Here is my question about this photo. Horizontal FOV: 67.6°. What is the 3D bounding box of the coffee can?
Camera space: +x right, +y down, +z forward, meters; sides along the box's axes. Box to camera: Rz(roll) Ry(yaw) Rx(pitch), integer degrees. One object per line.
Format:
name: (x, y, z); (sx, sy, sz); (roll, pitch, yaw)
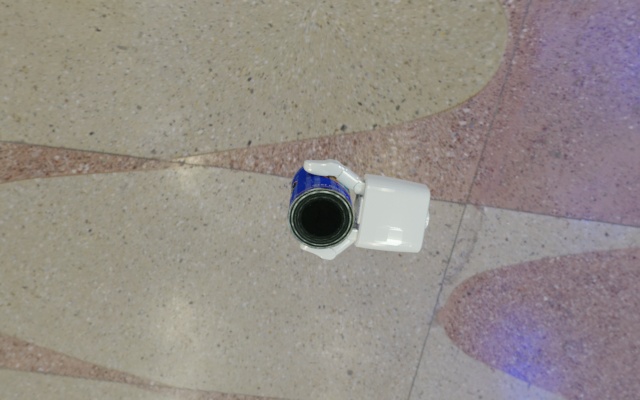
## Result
coffee can: (0.000, 0.002, 0.784); (0.103, 0.103, 0.140); (0, 22, -1)
